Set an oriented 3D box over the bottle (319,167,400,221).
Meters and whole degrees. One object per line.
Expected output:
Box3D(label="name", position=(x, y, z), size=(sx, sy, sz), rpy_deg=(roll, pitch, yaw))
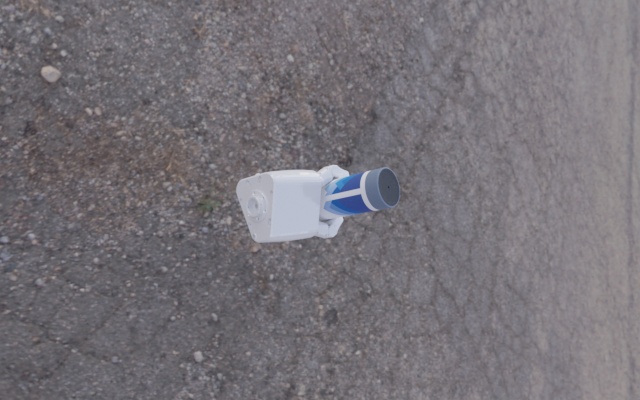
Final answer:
Box3D(label="bottle", position=(0.000, 0.003, 0.862), size=(0.296, 0.069, 0.069), rpy_deg=(-12, -8, 40))
